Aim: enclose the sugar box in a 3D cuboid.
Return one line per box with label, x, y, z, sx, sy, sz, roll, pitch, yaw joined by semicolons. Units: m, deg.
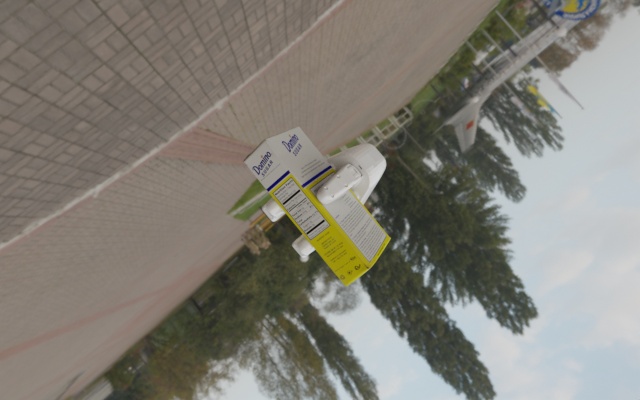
sugar box;0.000;0.002;0.541;0.048;0.176;0.093;-42;-1;27
